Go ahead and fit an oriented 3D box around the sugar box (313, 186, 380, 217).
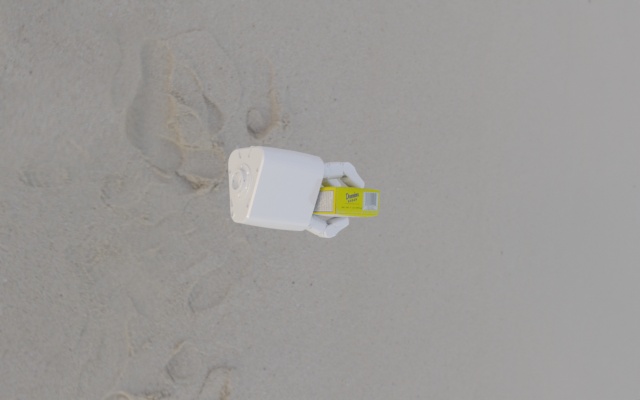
[{"bbox_3d":[0.000,0.002,0.763,0.093,0.048,0.176,4,-1,-41],"label":"sugar box"}]
